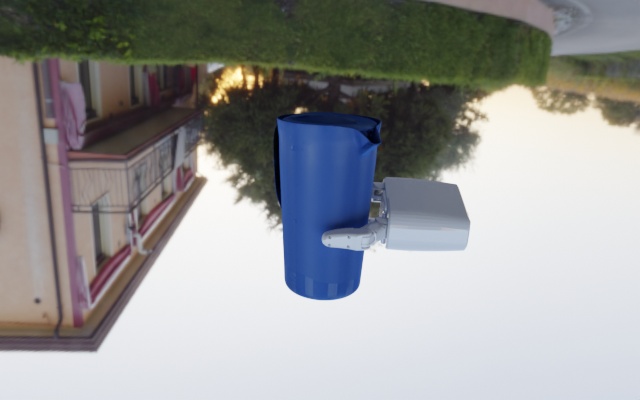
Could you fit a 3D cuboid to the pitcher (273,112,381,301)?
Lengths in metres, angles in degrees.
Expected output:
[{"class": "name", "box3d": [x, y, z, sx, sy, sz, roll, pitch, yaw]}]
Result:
[{"class": "pitcher", "box3d": [0.000, 0.002, 0.649, 0.145, 0.243, 0.149, 3, 17, 0]}]
